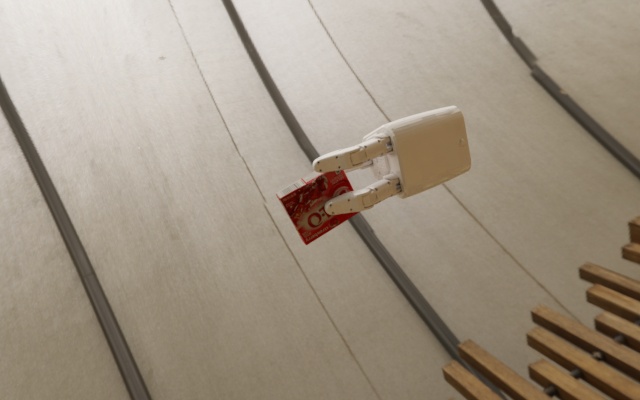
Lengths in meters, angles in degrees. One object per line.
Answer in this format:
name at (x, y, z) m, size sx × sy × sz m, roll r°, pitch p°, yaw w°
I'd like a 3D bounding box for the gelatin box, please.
gelatin box at (0.000, 0.002, 0.605) m, size 0.089 × 0.073 × 0.030 m, roll -31°, pitch 23°, yaw -6°
